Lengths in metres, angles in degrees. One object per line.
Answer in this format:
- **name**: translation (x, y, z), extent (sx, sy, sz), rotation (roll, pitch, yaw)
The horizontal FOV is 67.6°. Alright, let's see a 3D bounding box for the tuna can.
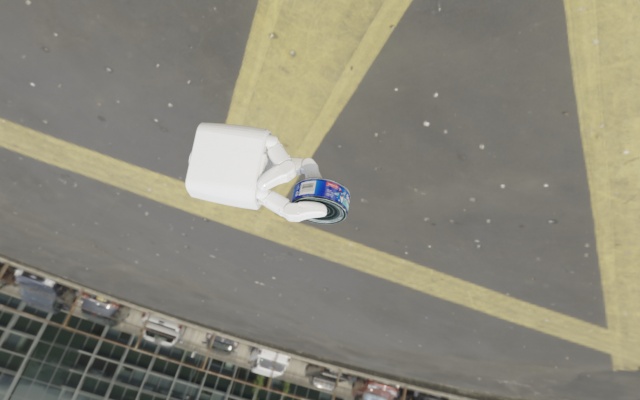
- **tuna can**: translation (0.000, 0.003, 0.707), extent (0.086, 0.033, 0.086), rotation (8, -28, 4)
